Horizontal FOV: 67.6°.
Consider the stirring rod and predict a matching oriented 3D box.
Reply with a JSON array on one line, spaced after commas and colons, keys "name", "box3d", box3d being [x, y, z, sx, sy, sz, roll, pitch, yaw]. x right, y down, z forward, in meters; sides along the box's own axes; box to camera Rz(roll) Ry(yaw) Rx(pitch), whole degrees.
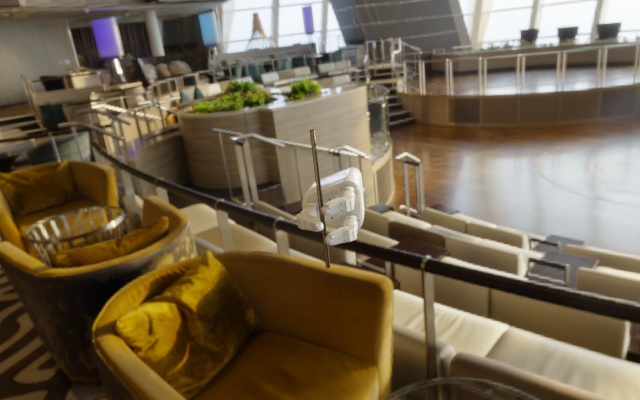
[{"name": "stirring rod", "box3d": [0.000, 0.003, 0.787, 0.011, 0.240, 0.011, -6, 19, 2]}]
